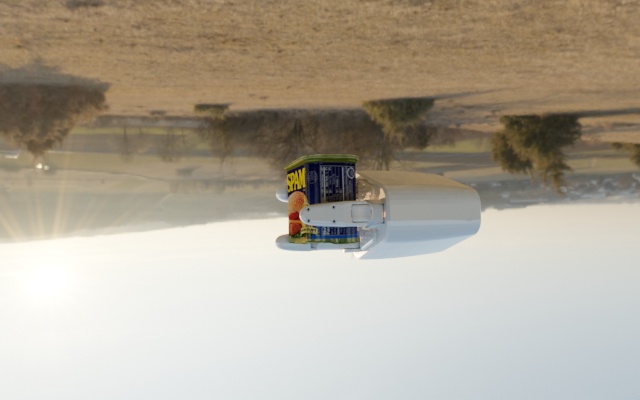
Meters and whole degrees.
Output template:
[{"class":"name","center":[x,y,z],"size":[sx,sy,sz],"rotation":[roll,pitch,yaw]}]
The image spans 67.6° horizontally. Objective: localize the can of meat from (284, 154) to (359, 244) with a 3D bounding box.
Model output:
[{"class":"can of meat","center":[0.000,0.002,0.486],"size":[0.057,0.084,0.102],"rotation":[-1,-3,-18]}]
